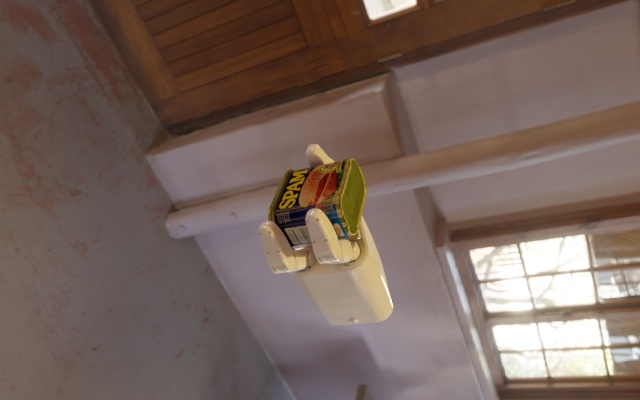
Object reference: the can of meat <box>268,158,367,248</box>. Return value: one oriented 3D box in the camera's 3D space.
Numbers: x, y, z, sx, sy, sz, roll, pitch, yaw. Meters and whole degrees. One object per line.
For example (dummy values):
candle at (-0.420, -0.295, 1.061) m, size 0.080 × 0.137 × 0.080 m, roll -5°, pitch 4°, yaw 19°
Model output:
can of meat at (0.000, 0.002, 0.530) m, size 0.084 × 0.057 × 0.102 m, roll -11°, pitch 35°, yaw 24°
